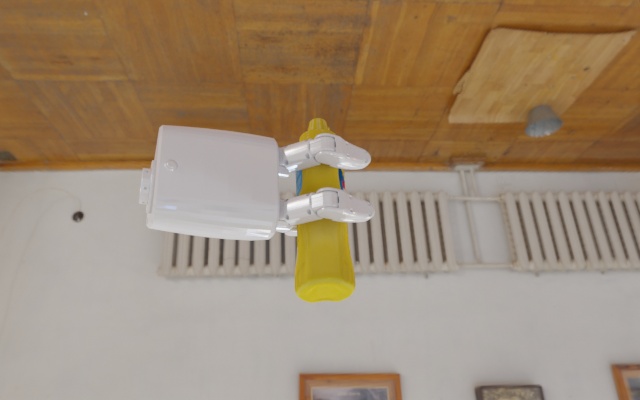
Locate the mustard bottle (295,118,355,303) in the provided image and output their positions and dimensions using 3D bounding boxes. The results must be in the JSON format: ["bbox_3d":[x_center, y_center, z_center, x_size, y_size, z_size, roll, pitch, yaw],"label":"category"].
[{"bbox_3d":[0.000,0.002,0.488,0.058,0.191,0.096,-3,-23,1],"label":"mustard bottle"}]
